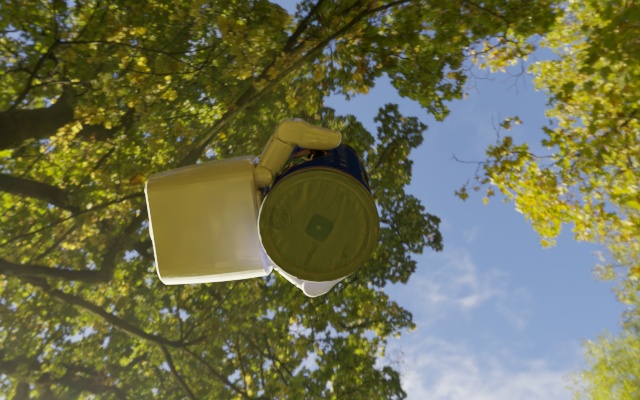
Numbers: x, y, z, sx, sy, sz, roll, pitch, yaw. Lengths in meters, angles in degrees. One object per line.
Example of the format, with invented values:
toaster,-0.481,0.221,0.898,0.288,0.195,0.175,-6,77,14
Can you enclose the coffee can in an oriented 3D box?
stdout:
coffee can,0.000,0.001,0.465,0.103,0.103,0.140,0,18,1
